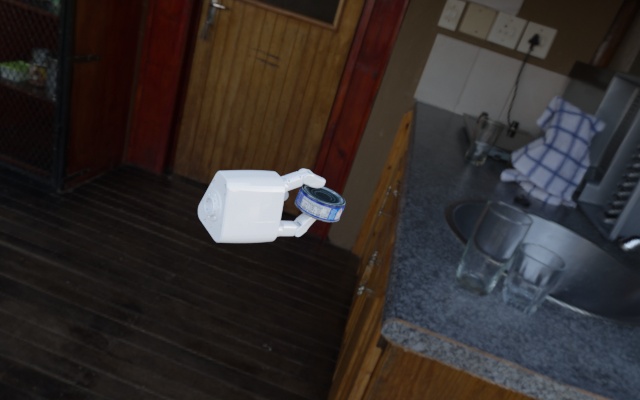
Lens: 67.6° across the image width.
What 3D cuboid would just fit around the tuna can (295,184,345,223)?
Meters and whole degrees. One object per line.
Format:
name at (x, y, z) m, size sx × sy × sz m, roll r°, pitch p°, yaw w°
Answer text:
tuna can at (0.000, 0.002, 0.842) m, size 0.086 × 0.034 × 0.086 m, roll 20°, pitch 20°, yaw -8°
